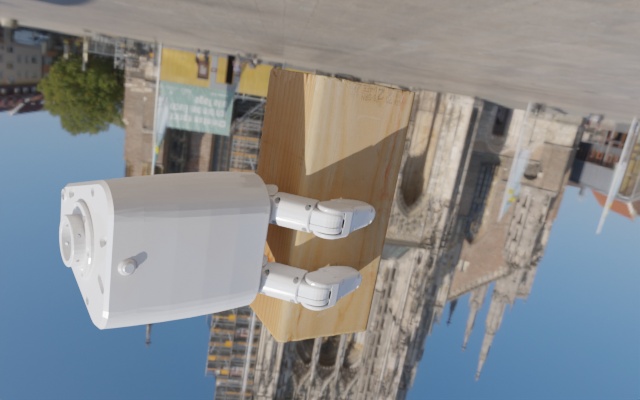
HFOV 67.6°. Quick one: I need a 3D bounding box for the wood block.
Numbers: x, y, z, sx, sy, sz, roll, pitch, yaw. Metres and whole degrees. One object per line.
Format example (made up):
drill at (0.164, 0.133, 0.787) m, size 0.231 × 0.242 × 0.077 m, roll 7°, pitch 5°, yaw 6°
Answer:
wood block at (0.000, 0.001, 0.406) m, size 0.090 × 0.206 × 0.090 m, roll 1°, pitch 17°, yaw -31°
